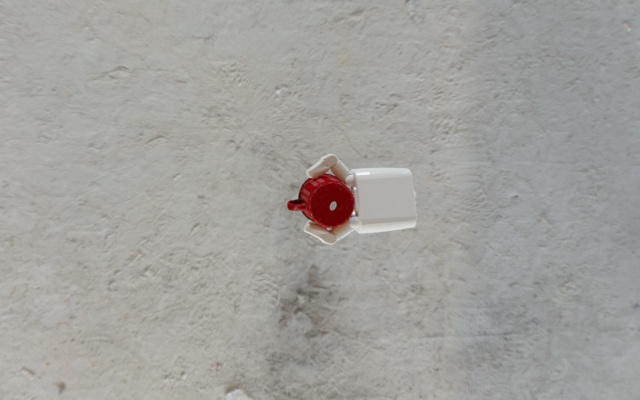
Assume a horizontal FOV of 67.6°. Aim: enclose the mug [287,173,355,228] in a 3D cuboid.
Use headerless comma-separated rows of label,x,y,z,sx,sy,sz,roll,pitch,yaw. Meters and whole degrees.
mug,-0.001,0.003,0.831,0.117,0.093,0.081,-5,9,-10
